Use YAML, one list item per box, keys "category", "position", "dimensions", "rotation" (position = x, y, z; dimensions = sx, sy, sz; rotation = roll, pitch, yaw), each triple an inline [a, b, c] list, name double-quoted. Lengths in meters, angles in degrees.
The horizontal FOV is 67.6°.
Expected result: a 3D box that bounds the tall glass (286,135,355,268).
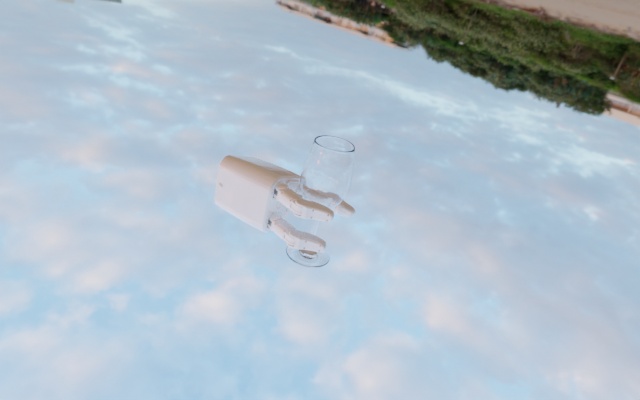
- category: "tall glass"
  position: [0.000, 0.003, 0.746]
  dimensions: [0.079, 0.201, 0.079]
  rotation: [11, 27, -6]
